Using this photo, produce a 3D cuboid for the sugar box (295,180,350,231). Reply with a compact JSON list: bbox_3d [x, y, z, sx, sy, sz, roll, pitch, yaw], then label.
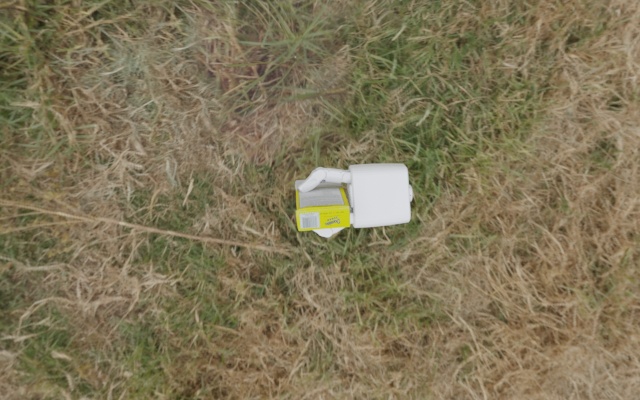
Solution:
[{"bbox_3d":[0.000,0.003,0.896,0.093,0.048,0.176,-4,17,-2],"label":"sugar box"}]
